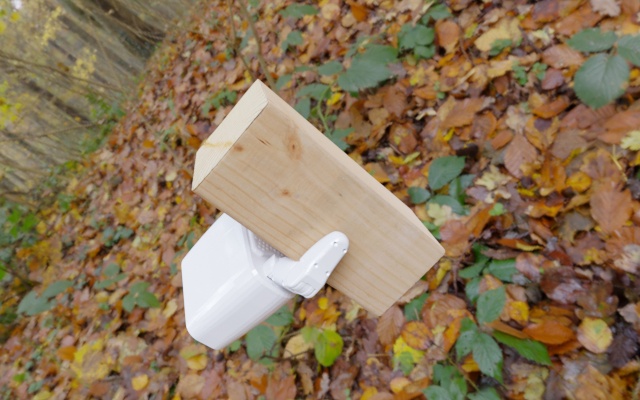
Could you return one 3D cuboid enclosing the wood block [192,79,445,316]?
[{"bbox_3d":[0.000,0.002,0.424,0.206,0.090,0.090,37,13,-25],"label":"wood block"}]
